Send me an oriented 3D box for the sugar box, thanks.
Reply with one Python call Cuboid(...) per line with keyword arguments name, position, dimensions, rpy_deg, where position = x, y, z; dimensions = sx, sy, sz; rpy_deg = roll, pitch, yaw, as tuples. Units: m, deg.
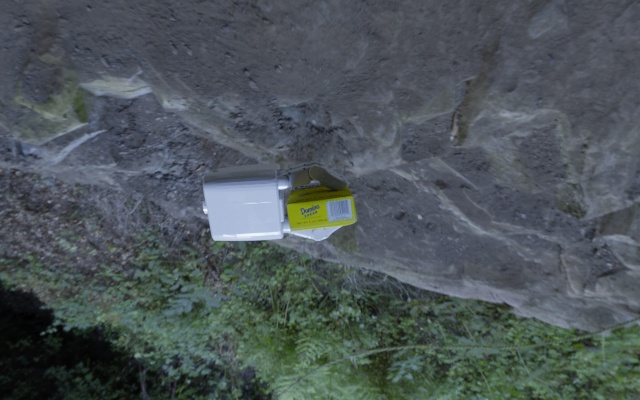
Cuboid(name="sugar box", position=(0.000, 0.002, 0.727), dimensions=(0.093, 0.048, 0.176), rpy_deg=(-7, 12, -1))
